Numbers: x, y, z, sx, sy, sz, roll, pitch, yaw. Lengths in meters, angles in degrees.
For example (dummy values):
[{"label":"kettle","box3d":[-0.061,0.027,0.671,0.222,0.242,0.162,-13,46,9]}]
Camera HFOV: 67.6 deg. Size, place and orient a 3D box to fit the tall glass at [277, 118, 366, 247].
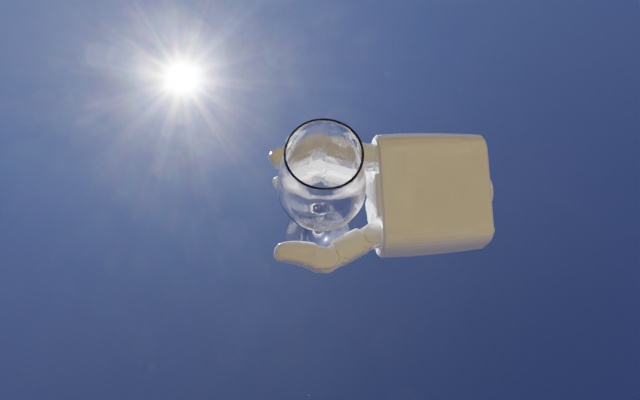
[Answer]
[{"label":"tall glass","box3d":[0.000,0.002,0.453,0.079,0.079,0.201,0,-22,-1]}]
